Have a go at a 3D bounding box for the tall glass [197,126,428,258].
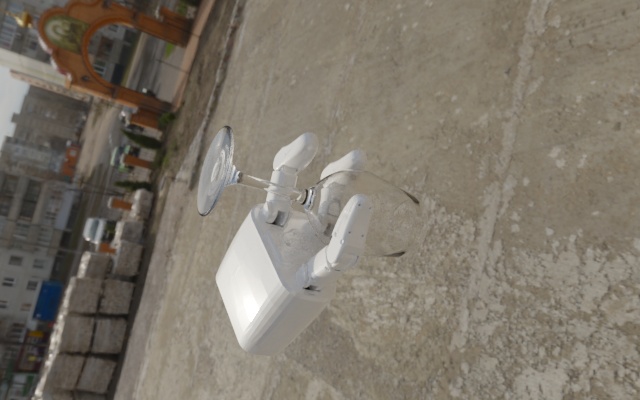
[{"bbox_3d":[0.000,0.001,0.422,0.201,0.079,0.079,16,-8,-27],"label":"tall glass"}]
